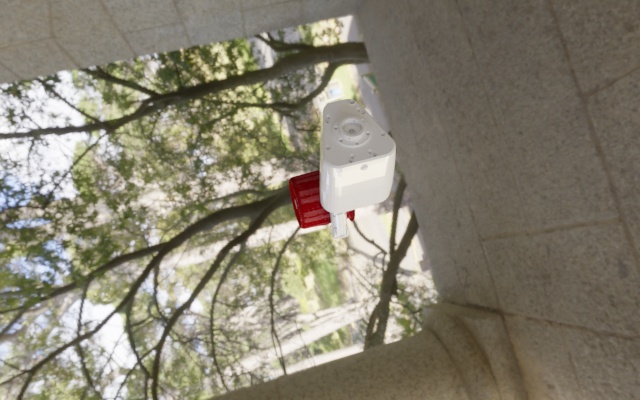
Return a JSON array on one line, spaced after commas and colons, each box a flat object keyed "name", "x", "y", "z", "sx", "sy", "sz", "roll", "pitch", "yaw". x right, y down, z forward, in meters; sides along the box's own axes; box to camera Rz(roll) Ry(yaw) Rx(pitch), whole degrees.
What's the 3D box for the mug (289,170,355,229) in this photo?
[{"name": "mug", "x": 0.000, "y": 0.003, "z": 0.734, "sx": 0.081, "sy": 0.093, "sz": 0.117, "roll": -14, "pitch": -32, "yaw": -8}]
